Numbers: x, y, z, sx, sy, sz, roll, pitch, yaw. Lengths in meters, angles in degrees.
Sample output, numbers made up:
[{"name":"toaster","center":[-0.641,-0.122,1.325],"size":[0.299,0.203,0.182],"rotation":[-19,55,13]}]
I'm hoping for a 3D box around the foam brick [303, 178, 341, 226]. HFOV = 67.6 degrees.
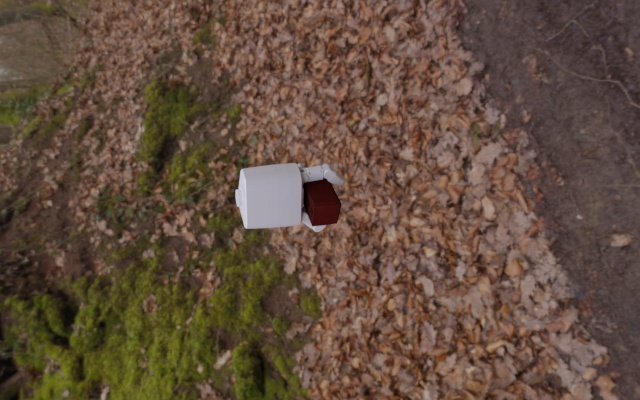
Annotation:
[{"name":"foam brick","center":[0.000,0.003,0.899],"size":[0.051,0.053,0.078],"rotation":[-6,42,-17]}]
